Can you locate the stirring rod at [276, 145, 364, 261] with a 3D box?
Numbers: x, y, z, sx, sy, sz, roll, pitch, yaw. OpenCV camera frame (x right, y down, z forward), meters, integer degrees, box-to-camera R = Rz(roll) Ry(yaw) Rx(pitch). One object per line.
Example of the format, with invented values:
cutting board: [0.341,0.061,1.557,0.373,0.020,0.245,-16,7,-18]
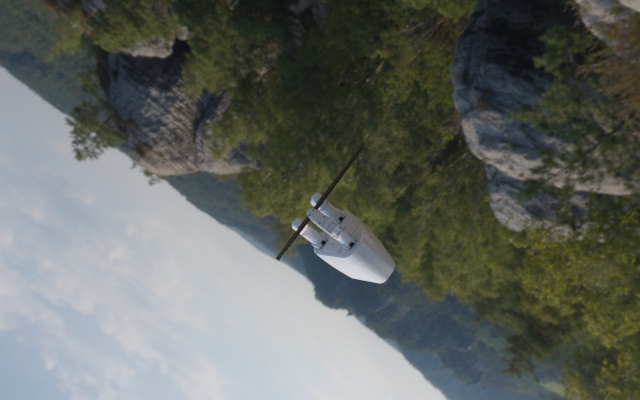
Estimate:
stirring rod: [0.000,0.003,0.804,0.011,0.239,0.011,36,-5,4]
